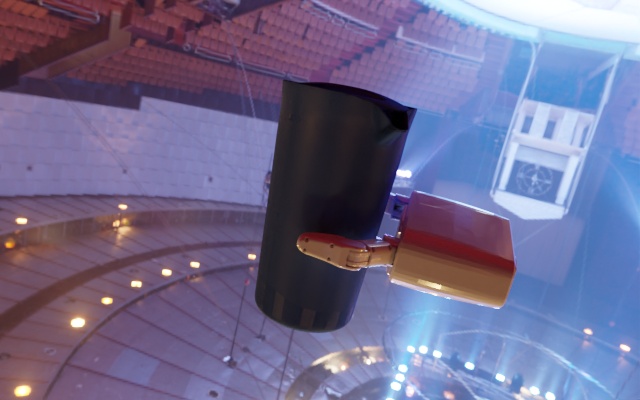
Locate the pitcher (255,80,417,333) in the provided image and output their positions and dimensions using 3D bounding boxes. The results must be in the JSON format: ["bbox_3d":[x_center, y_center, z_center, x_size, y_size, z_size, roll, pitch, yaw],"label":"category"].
[{"bbox_3d":[0.000,0.002,0.499,0.145,0.243,0.149,15,13,8],"label":"pitcher"}]
